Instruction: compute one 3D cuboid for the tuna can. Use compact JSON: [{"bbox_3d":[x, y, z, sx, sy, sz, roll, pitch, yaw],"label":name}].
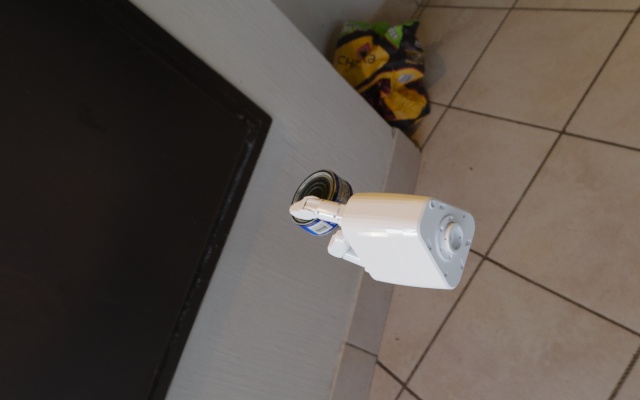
[{"bbox_3d":[0.000,0.002,0.635,0.034,0.086,0.086,33,-21,-35],"label":"tuna can"}]
